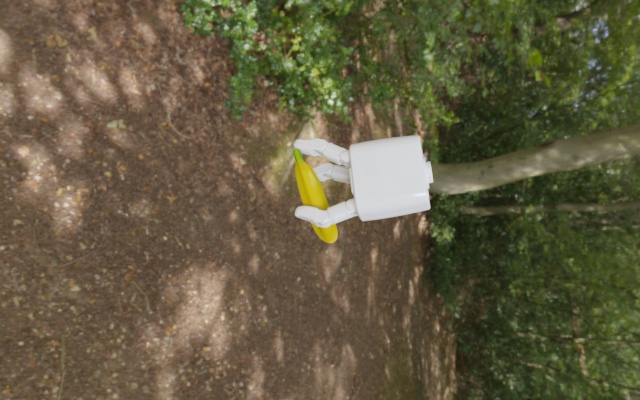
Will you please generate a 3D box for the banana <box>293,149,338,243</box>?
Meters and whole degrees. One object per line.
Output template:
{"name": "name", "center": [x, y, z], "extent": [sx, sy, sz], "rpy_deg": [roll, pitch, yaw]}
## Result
{"name": "banana", "center": [-0.002, 0.011, 0.786], "extent": [0.037, 0.198, 0.069], "rpy_deg": [-11, 36, 12]}
